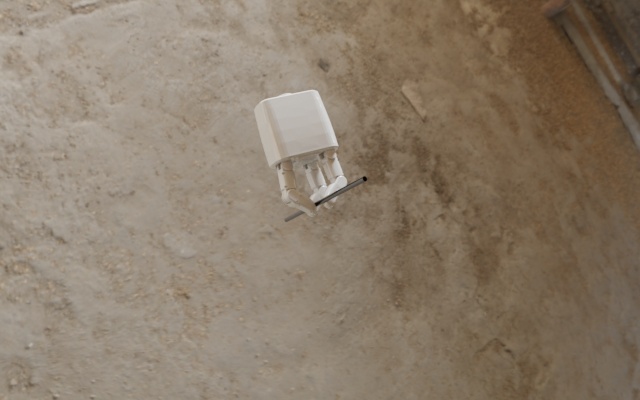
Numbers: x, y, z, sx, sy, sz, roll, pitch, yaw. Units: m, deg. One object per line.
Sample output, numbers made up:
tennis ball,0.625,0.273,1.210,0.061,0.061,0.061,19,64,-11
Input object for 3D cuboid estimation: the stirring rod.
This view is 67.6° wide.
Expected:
stirring rod,0.000,0.002,0.766,0.011,0.011,0.239,0,-16,-32
